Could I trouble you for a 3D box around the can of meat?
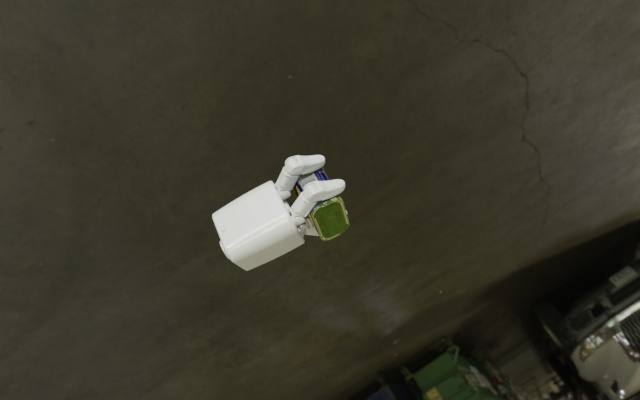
[{"bbox_3d":[0.000,0.003,0.743,0.057,0.084,0.102,-27,-35,-4],"label":"can of meat"}]
